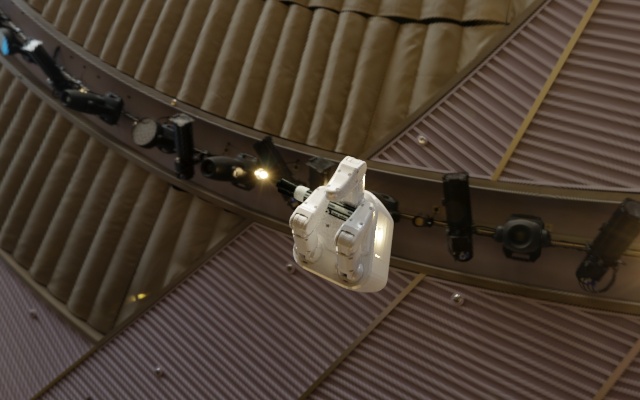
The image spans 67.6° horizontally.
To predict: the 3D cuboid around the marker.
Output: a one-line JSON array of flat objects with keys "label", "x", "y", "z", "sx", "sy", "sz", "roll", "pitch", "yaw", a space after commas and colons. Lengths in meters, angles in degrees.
[{"label": "marker", "x": 0.000, "y": 0.002, "z": 0.544, "sx": 0.121, "sy": 0.020, "sz": 0.020, "roll": 23, "pitch": 10, "yaw": 25}]
